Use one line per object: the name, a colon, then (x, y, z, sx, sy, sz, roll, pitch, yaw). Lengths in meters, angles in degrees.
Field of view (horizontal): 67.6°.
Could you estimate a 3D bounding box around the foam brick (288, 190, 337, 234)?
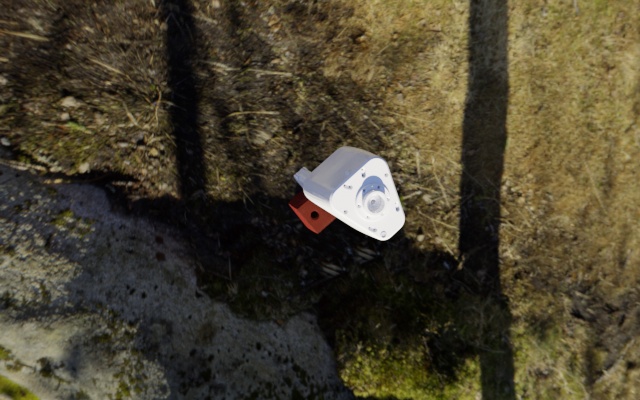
foam brick: (0.000, 0.003, 0.725, 0.078, 0.053, 0.051, -42, 21, -7)
